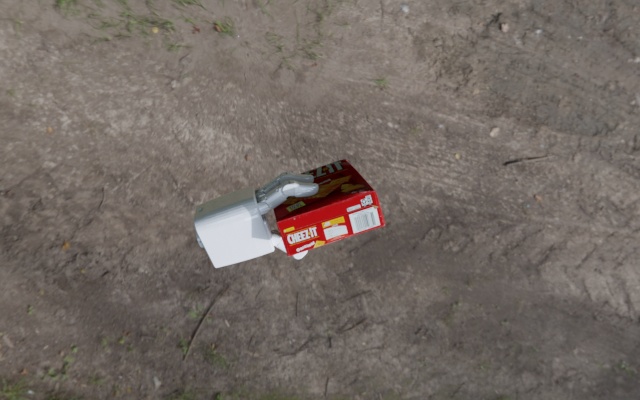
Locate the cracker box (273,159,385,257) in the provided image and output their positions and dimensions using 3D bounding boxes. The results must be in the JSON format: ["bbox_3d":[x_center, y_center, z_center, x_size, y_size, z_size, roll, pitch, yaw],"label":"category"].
[{"bbox_3d":[0.000,0.003,0.833,0.164,0.072,0.213,-18,21,-4],"label":"cracker box"}]
